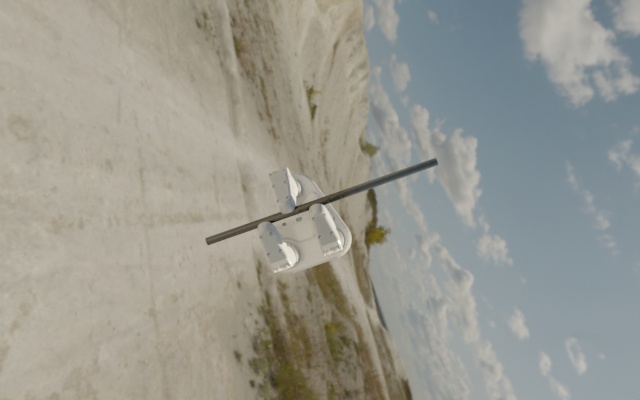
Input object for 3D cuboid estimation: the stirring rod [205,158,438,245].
[{"bbox_3d":[0.000,0.002,0.472,0.239,0.011,0.011,-19,-1,3],"label":"stirring rod"}]
